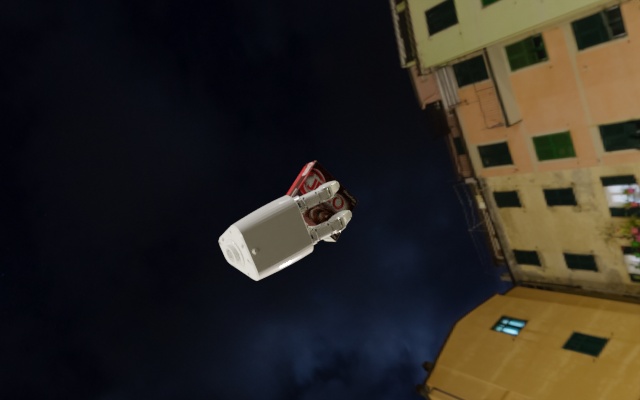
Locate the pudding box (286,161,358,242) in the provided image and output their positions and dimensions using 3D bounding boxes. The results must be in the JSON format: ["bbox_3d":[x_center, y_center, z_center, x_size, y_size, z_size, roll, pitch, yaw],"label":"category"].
[{"bbox_3d":[0.000,0.003,0.813,0.113,0.090,0.039,43,-27,-25],"label":"pudding box"}]
